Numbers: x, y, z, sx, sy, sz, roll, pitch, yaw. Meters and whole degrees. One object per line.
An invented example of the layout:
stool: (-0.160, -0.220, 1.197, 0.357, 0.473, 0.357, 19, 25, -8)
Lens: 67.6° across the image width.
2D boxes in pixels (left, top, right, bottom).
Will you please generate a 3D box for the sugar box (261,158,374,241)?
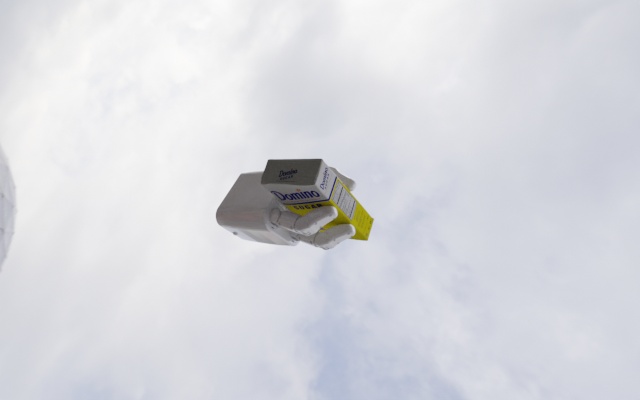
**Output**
sugar box: (0.000, 0.003, 0.690, 0.093, 0.048, 0.176, 2, -24, 33)
